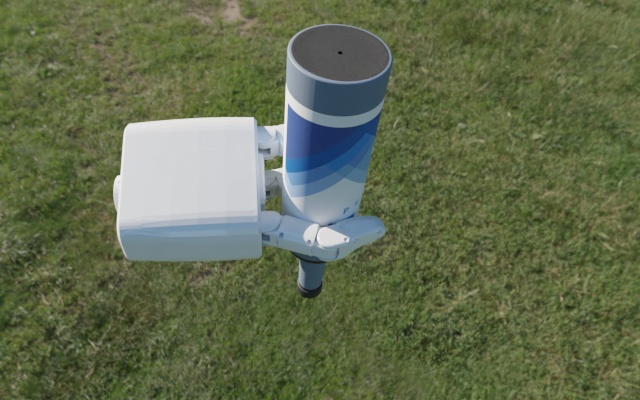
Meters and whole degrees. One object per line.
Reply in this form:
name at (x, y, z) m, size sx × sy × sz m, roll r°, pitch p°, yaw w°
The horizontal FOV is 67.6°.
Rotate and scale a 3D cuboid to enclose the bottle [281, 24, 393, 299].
bottle at (0.000, 0.001, 0.410) m, size 0.069 × 0.069 × 0.296 m, roll 0°, pitch -40°, yaw -6°
